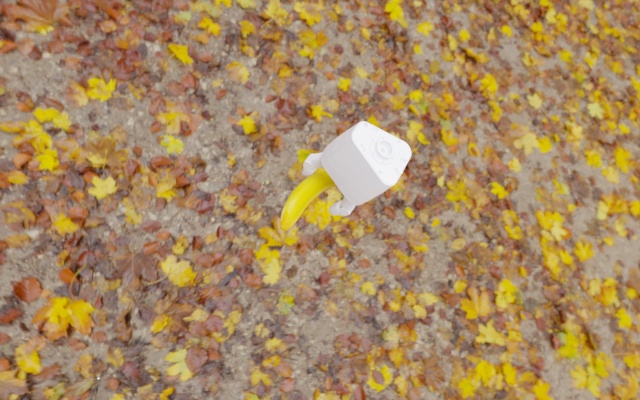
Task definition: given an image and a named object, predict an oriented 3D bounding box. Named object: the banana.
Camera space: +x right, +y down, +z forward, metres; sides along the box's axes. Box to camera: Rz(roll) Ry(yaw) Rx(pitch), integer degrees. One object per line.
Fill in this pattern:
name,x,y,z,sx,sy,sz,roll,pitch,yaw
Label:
banana,-0.006,-0.015,0.887,0.197,0.069,0.037,-28,2,-32
